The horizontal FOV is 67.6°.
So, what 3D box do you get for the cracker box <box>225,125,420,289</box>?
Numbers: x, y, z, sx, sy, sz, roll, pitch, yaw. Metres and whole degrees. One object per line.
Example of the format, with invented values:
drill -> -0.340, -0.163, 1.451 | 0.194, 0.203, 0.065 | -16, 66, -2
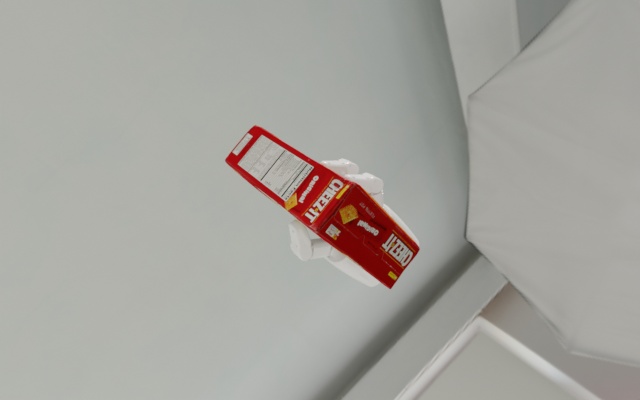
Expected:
cracker box -> 0.000, 0.002, 0.593 | 0.213, 0.072, 0.164 | 34, -4, 46
